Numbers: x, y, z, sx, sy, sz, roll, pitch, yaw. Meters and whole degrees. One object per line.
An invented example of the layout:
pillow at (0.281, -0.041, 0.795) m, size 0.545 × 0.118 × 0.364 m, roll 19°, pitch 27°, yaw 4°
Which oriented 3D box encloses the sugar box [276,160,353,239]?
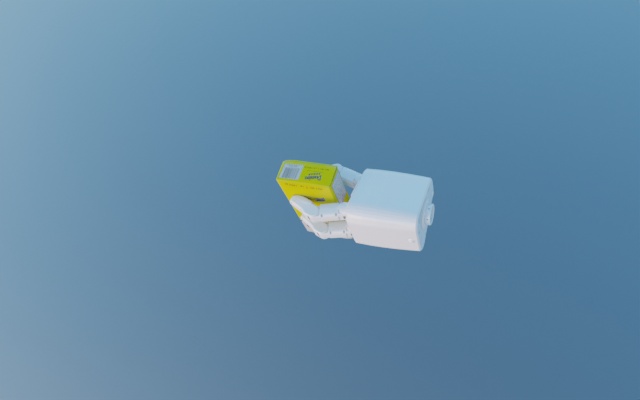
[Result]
sugar box at (0.000, 0.003, 0.793) m, size 0.093 × 0.048 × 0.176 m, roll 9°, pitch -30°, yaw 23°
